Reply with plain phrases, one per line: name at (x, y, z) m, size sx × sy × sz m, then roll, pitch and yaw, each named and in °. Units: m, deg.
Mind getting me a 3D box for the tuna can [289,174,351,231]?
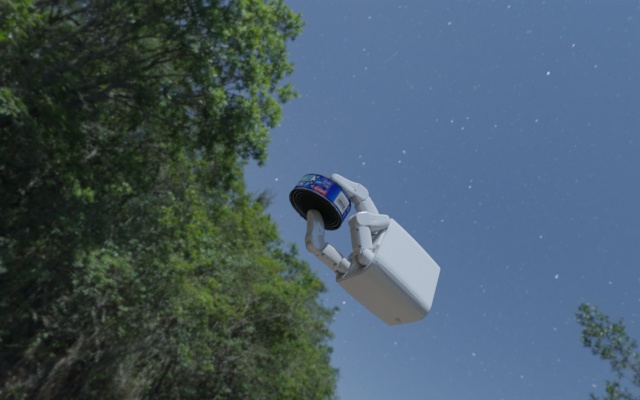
tuna can at (0.000, 0.002, 0.680) m, size 0.086 × 0.033 × 0.086 m, roll 25°, pitch -31°, yaw 16°
